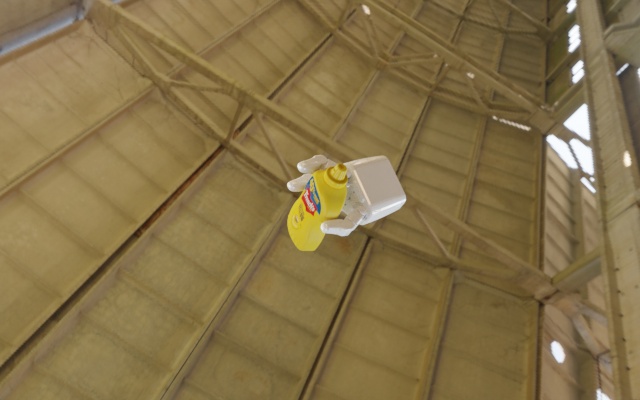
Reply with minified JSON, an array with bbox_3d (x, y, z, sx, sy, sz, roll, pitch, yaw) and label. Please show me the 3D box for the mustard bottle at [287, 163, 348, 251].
[{"bbox_3d":[0.000,0.003,0.855,0.058,0.096,0.192,5,-40,-26],"label":"mustard bottle"}]
